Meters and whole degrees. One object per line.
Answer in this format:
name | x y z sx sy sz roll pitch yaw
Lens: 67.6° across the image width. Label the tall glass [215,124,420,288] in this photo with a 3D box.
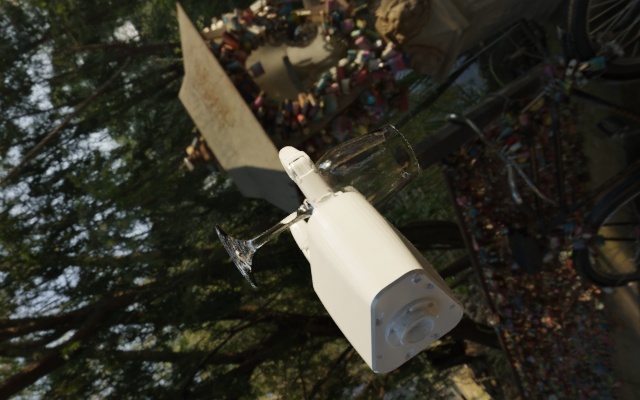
tall glass | -0.001 0.002 0.479 0.201 0.079 0.079 -33 4 -6
